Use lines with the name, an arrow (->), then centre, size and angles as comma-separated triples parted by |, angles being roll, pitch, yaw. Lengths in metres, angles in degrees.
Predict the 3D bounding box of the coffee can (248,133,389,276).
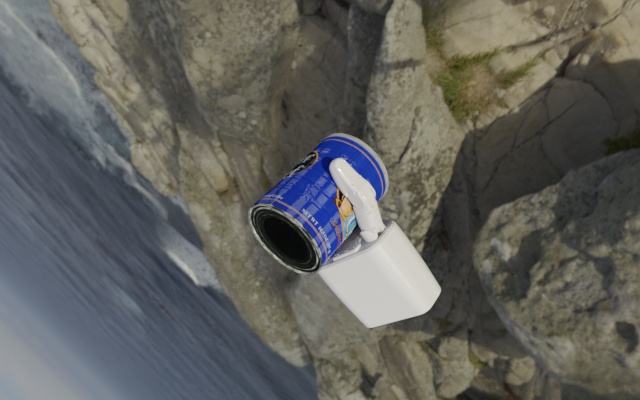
coffee can -> 0.000, 0.002, 0.557 | 0.103, 0.103, 0.140 | 0, 38, 48
